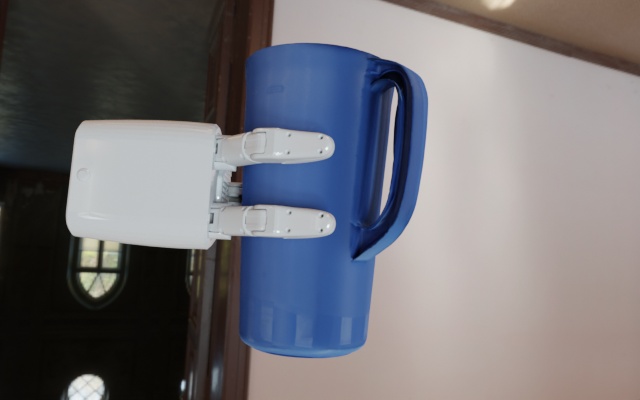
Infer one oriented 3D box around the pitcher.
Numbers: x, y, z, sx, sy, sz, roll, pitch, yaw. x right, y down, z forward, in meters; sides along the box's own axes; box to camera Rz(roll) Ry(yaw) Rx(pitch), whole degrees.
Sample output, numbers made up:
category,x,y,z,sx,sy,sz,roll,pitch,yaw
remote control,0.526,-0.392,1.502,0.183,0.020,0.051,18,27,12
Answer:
category,x,y,z,sx,sy,sz,roll,pitch,yaw
pitcher,0.000,0.001,0.404,0.145,0.243,0.149,4,-5,-2
